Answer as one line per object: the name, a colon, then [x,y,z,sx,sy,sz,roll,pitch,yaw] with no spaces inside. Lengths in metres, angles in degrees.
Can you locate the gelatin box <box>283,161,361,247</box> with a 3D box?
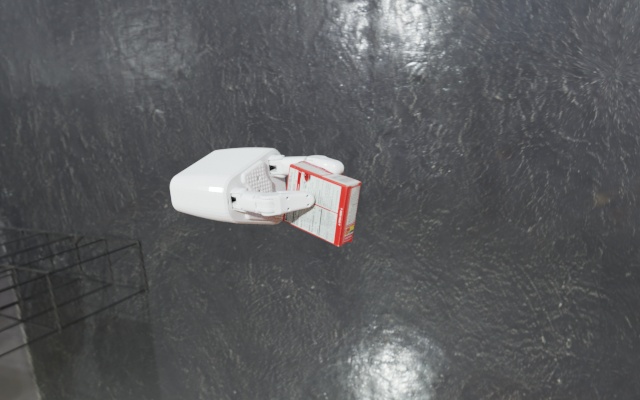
gelatin box: [0.000,0.002,0.549,0.089,0.073,0.030,23,26,34]
